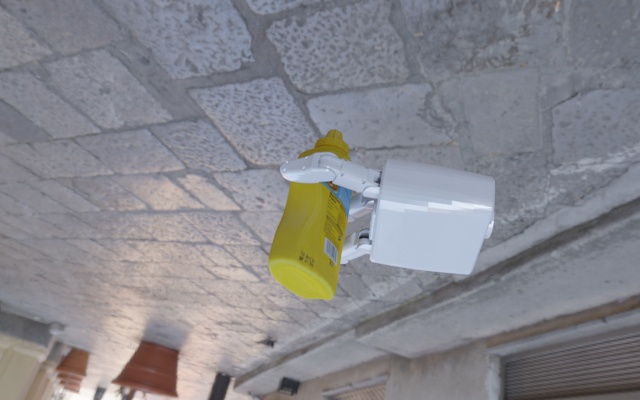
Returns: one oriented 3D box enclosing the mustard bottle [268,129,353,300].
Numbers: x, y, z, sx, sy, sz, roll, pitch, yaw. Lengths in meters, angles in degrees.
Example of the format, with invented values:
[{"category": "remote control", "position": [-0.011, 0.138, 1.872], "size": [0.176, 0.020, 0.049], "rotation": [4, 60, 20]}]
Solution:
[{"category": "mustard bottle", "position": [0.000, 0.002, 0.515], "size": [0.058, 0.191, 0.096], "rotation": [-4, -34, 27]}]
